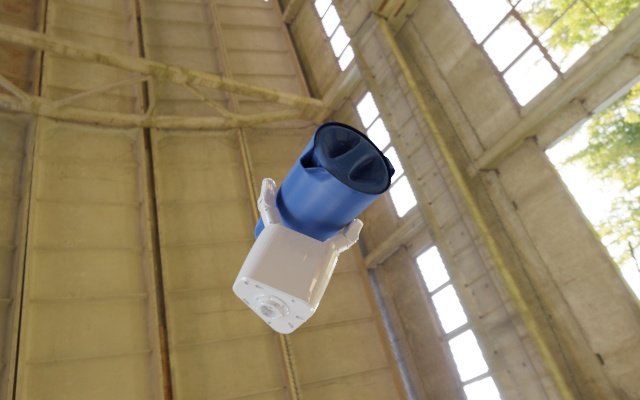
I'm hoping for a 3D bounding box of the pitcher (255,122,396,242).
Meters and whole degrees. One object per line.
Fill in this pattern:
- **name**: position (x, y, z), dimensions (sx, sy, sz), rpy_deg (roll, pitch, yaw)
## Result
- **pitcher**: position (0.000, 0.003, 0.762), dimensions (0.149, 0.145, 0.243), rpy_deg (33, -48, -9)
